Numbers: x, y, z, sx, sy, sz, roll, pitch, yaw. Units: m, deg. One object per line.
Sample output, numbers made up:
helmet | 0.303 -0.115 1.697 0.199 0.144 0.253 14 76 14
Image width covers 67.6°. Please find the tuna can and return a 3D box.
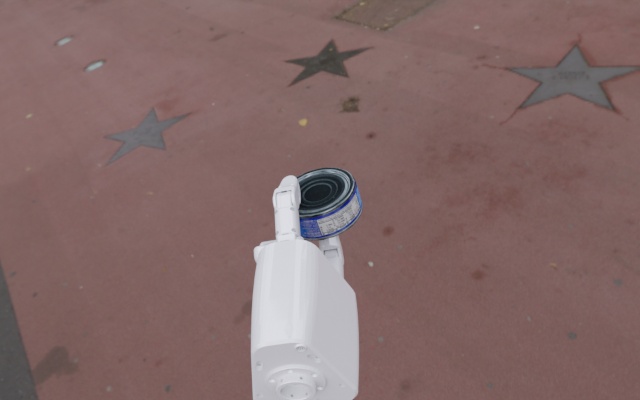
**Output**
tuna can | 0.000 0.001 0.511 0.086 0.034 0.086 -13 36 10
